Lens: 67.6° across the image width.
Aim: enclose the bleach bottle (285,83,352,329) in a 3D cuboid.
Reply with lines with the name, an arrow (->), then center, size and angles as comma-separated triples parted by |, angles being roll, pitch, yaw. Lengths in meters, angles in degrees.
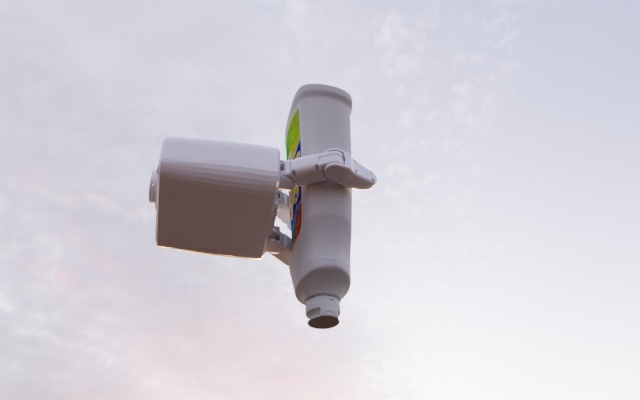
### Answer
bleach bottle -> 0.000, 0.002, 0.483 | 0.068, 0.250, 0.103 | 8, -39, -14
